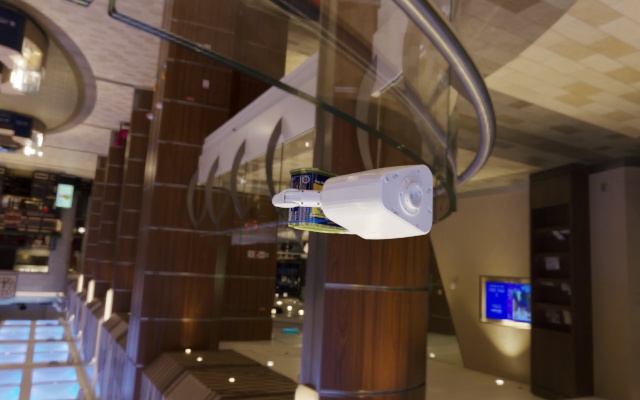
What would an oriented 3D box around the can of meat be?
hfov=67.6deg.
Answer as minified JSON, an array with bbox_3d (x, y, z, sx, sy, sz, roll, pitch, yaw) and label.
[{"bbox_3d":[0.000,0.003,0.712,0.102,0.084,0.057,11,-12,-43],"label":"can of meat"}]
